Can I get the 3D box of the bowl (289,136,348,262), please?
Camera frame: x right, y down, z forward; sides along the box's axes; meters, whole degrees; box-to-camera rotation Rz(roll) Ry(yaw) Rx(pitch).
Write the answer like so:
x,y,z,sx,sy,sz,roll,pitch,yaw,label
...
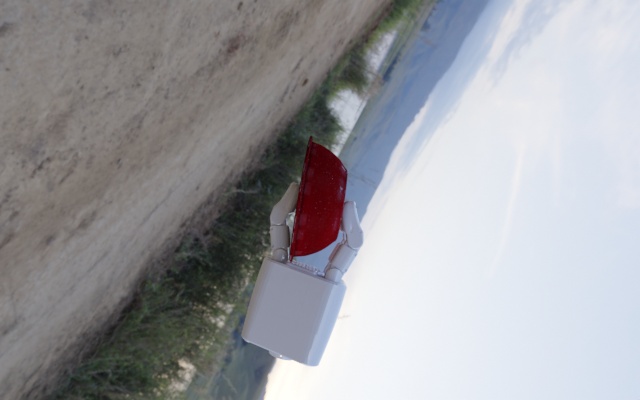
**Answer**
x,y,z,sx,sy,sz,roll,pitch,yaw,label
0.001,0.001,0.606,0.055,0.162,0.162,9,0,0,bowl
